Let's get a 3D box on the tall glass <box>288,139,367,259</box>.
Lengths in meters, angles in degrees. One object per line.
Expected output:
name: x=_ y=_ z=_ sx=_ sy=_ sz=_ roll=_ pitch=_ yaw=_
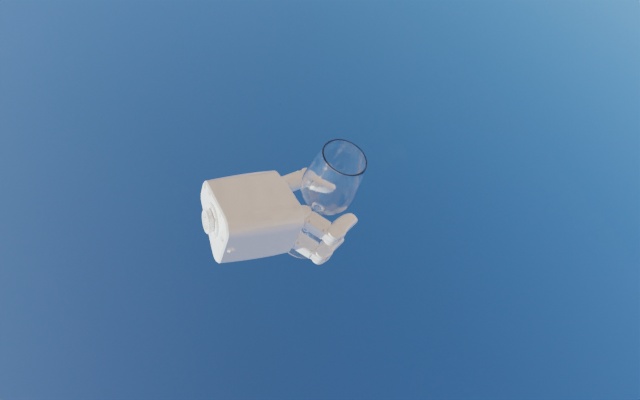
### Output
tall glass: x=0.000 y=0.003 z=0.683 sx=0.079 sy=0.079 sz=0.201 roll=0 pitch=-36 yaw=-23
